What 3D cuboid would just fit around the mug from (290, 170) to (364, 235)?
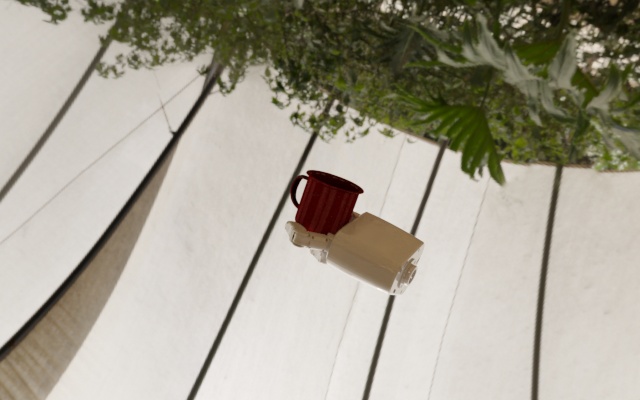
[{"bbox_3d":[-0.001,0.002,0.737,0.117,0.081,0.093,26,16,26],"label":"mug"}]
